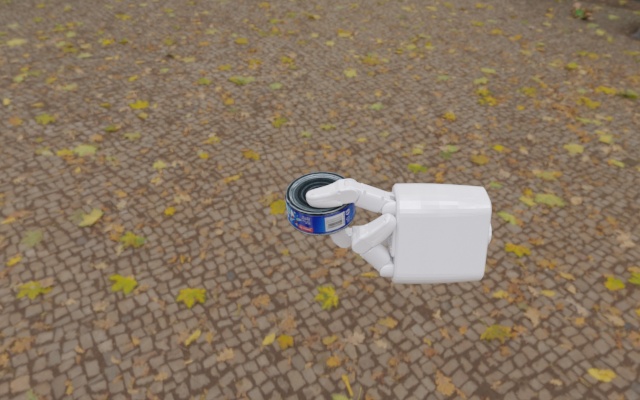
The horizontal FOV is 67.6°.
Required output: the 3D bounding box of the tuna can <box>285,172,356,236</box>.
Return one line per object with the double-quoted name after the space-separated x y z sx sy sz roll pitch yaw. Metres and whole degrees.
0.000 0.001 0.581 0.086 0.034 0.086 -3 39 2 "tuna can"
